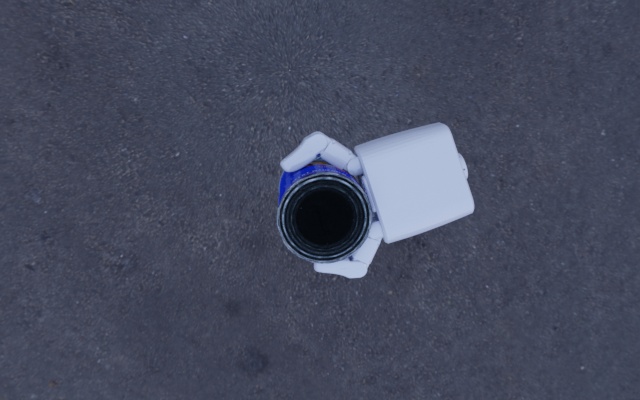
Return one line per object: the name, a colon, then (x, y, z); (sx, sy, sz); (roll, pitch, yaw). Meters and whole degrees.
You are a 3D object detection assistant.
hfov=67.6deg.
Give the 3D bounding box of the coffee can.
coffee can: (0.000, 0.002, 0.573); (0.103, 0.103, 0.140); (0, 15, -4)
